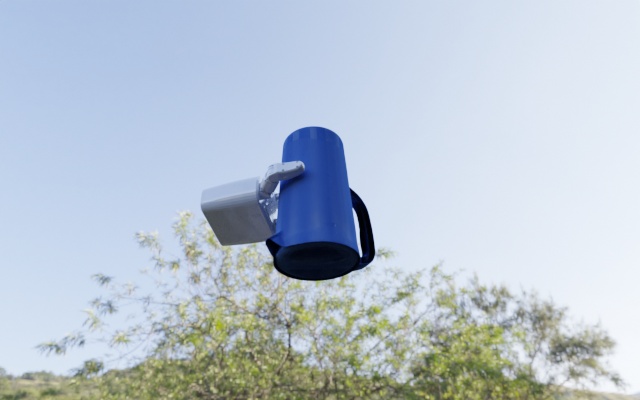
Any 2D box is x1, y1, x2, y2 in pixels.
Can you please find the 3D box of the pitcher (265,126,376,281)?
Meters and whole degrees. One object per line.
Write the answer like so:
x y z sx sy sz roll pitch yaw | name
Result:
0.000 0.003 0.787 0.145 0.242 0.149 -11 -35 14 | pitcher
